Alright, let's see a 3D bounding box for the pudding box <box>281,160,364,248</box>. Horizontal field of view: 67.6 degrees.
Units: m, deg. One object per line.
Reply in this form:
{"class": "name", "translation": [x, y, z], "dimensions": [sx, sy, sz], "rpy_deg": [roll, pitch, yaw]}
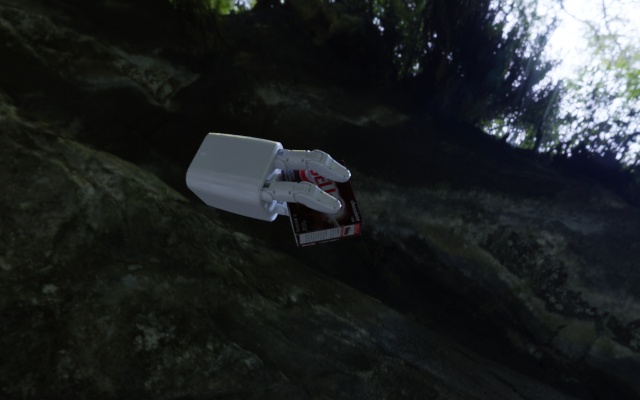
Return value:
{"class": "pudding box", "translation": [0.000, 0.002, 0.644], "dimensions": [0.090, 0.113, 0.039], "rpy_deg": [-10, -34, -7]}
